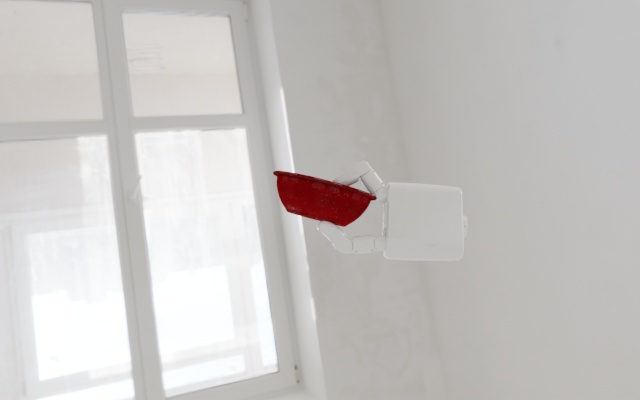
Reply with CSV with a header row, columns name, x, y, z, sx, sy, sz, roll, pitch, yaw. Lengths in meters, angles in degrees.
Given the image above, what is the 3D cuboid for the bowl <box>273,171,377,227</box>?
name,x,y,z,sx,sy,sz,roll,pitch,yaw
bowl,-0.001,0.003,0.721,0.162,0.055,0.162,15,-3,1
